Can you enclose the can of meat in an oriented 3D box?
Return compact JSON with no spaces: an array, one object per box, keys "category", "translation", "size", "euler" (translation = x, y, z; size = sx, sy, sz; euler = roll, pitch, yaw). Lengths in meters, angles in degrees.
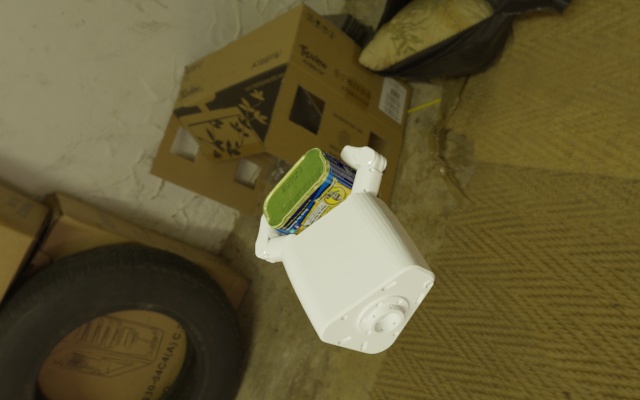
[{"category":"can of meat","translation":[0.000,0.001,0.522],"size":[0.084,0.102,0.057],"euler":[28,23,-38]}]
